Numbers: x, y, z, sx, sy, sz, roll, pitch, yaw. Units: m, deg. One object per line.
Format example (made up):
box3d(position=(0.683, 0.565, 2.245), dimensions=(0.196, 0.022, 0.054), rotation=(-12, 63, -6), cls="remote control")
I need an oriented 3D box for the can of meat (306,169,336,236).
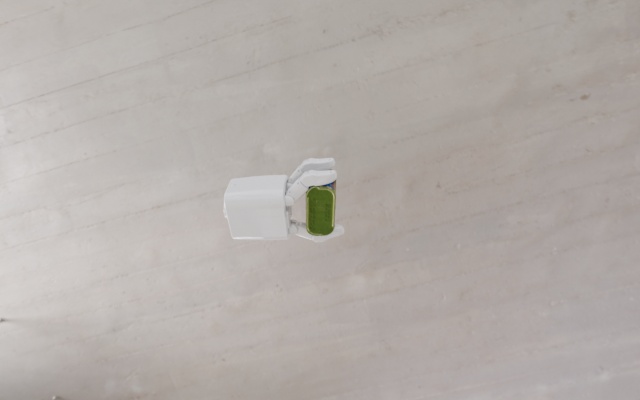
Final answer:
box3d(position=(0.000, 0.003, 0.864), dimensions=(0.057, 0.102, 0.084), rotation=(1, 26, 0), cls="can of meat")
